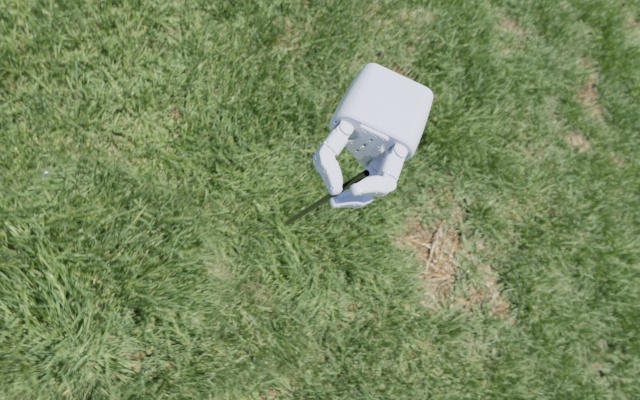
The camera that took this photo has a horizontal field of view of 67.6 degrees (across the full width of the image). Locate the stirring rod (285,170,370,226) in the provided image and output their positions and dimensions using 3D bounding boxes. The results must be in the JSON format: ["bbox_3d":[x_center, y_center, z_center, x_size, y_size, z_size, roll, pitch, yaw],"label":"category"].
[{"bbox_3d":[0.000,0.002,0.646,0.011,0.011,0.239,0,-16,-27],"label":"stirring rod"}]
